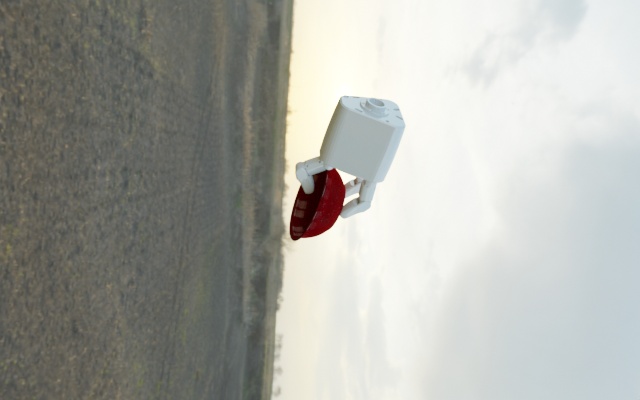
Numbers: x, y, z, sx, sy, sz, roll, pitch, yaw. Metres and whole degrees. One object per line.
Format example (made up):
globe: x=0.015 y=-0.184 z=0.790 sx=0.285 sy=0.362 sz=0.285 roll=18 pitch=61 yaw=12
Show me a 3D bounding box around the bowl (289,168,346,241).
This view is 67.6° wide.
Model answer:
bowl: x=0.000 y=0.004 z=0.853 sx=0.055 sy=0.162 sz=0.162 roll=20 pitch=-6 yaw=-18
